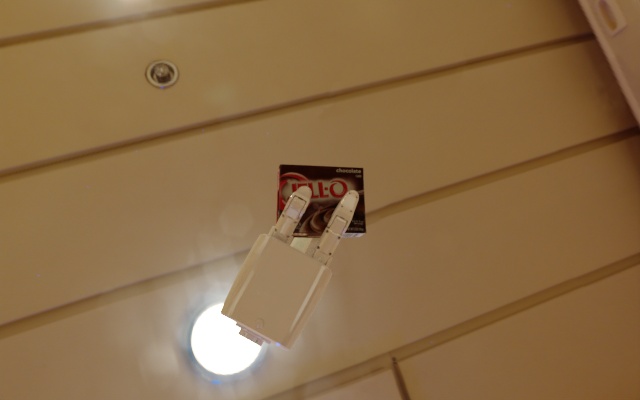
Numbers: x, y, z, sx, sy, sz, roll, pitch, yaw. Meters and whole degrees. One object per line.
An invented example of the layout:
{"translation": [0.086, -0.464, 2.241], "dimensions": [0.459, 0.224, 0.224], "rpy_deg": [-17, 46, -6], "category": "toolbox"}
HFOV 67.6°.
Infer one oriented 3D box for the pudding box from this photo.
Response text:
{"translation": [0.000, 0.002, 0.618], "dimensions": [0.113, 0.090, 0.039], "rpy_deg": [2, -17, -10], "category": "pudding box"}
